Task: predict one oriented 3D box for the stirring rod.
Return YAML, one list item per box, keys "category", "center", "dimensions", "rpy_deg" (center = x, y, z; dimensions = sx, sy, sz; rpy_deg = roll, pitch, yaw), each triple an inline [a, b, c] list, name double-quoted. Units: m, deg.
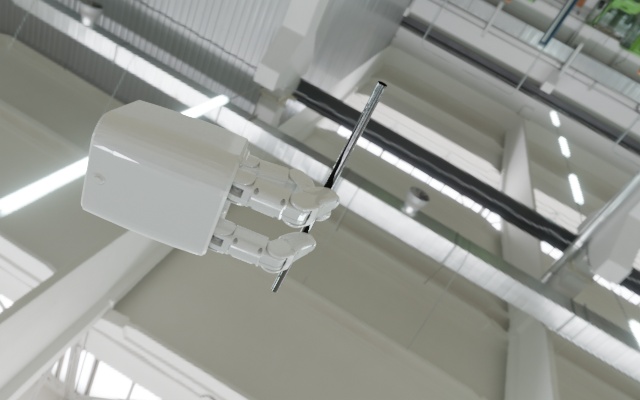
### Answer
- category: "stirring rod"
  center: [0.000, 0.001, 0.428]
  dimensions: [0.011, 0.240, 0.011]
  rpy_deg: [19, 33, -13]
